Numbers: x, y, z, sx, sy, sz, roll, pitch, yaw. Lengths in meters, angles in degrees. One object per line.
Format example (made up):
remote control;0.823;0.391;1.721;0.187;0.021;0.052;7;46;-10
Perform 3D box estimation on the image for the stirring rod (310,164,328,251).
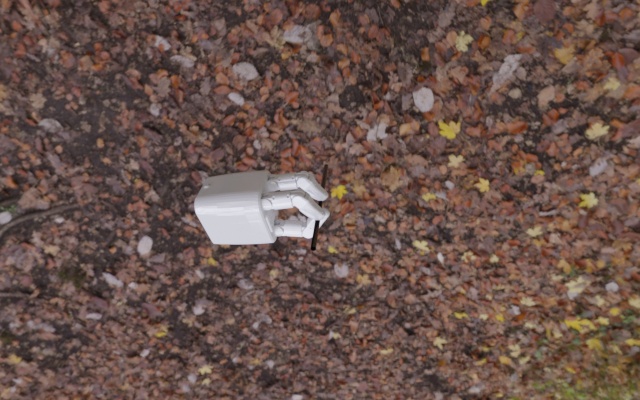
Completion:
stirring rod;0.000;0.003;0.776;0.011;0.011;0.239;0;33;6
